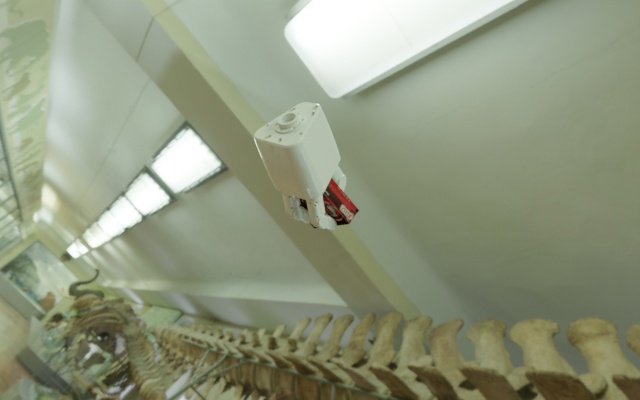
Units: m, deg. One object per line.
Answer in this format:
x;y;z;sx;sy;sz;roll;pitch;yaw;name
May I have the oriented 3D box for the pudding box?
0.000;0.003;0.825;0.039;0.090;0.113;-49;19;-26;pudding box
